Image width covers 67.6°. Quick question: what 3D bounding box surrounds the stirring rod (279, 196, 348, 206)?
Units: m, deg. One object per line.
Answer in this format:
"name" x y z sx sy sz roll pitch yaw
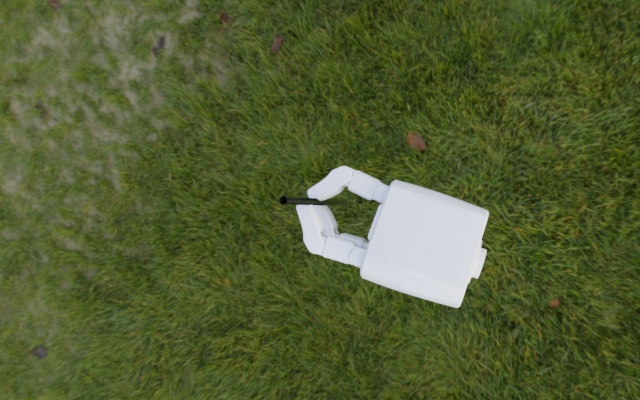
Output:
"stirring rod" 0.000 0.002 0.564 0.011 0.011 0.239 0 -1 17
